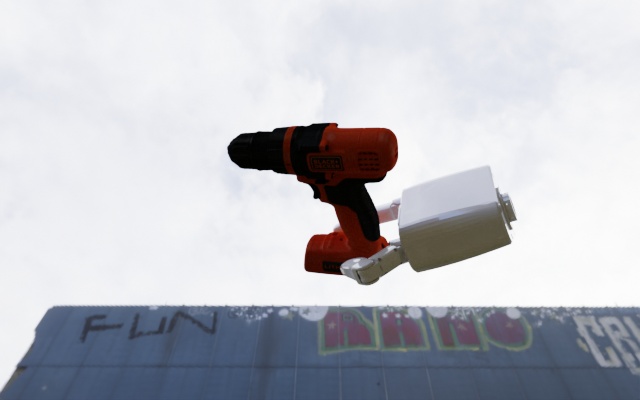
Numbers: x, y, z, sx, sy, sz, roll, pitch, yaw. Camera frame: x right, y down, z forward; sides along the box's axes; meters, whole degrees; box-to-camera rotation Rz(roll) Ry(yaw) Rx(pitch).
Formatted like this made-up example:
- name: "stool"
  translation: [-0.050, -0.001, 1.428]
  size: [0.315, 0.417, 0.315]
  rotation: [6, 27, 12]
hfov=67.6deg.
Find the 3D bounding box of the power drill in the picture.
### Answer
- name: "power drill"
  translation: [0.000, 0.002, 0.533]
  size: [0.184, 0.188, 0.057]
  rotation: [3, 41, 20]
